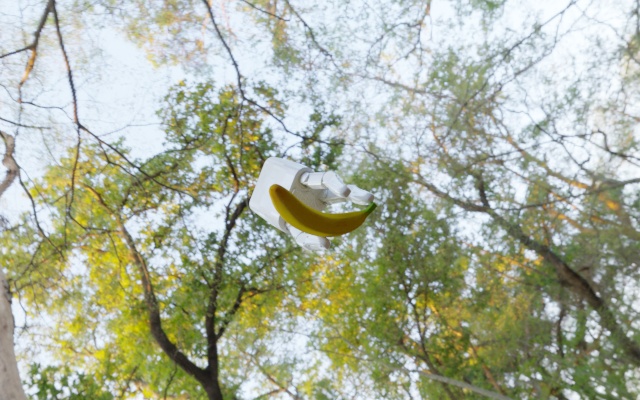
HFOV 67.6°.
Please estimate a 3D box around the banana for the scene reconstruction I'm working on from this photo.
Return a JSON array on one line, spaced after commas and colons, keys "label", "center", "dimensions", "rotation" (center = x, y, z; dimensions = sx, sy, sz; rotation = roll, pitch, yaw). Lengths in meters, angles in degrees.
[{"label": "banana", "center": [-0.002, 0.021, 0.714], "dimensions": [0.198, 0.069, 0.037], "rotation": [9, 11, -39]}]
